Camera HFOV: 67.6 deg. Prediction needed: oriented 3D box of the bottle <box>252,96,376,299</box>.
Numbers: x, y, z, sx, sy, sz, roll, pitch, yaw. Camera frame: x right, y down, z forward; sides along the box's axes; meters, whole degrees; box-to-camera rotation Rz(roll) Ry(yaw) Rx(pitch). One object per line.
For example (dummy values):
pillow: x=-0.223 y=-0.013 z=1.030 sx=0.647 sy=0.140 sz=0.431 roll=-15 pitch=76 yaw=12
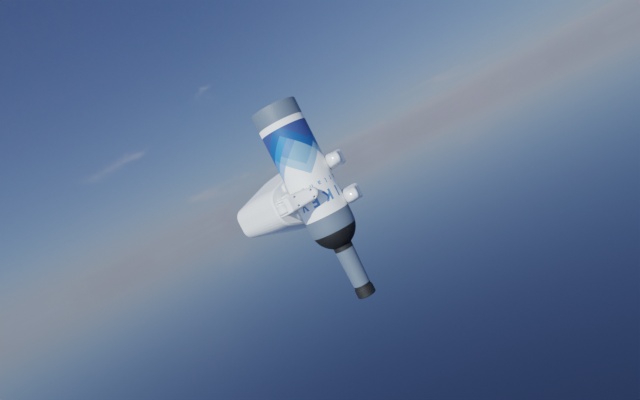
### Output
bottle: x=0.000 y=0.002 z=0.670 sx=0.069 sy=0.296 sz=0.069 roll=-27 pitch=3 yaw=1
